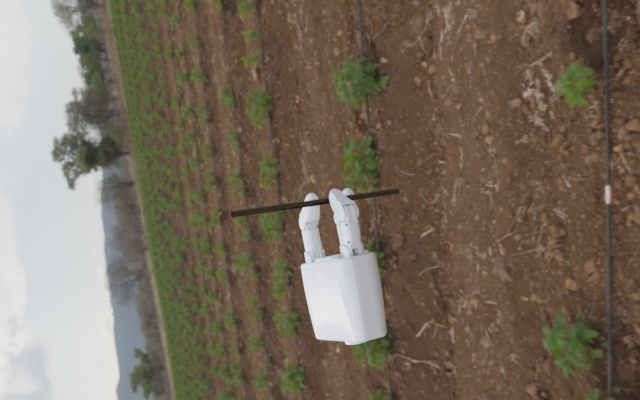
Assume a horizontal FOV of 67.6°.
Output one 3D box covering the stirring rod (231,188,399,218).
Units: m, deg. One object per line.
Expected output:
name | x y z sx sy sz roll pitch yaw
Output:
stirring rod | 0.000 0.002 0.641 0.239 0.011 0.011 -8 3 -21
